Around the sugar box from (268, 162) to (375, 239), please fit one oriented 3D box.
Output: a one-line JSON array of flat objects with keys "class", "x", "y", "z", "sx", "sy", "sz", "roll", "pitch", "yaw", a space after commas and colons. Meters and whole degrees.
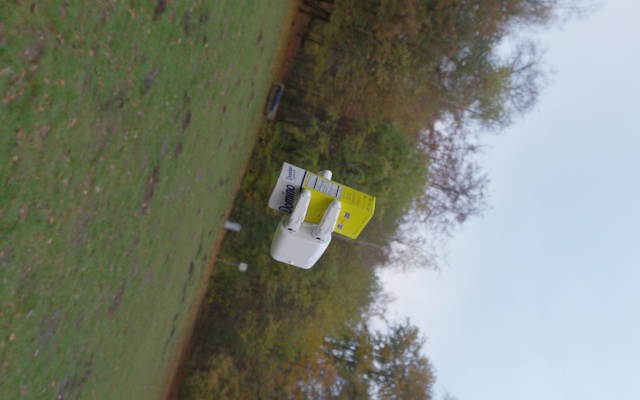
[{"class": "sugar box", "x": 0.000, "y": 0.003, "z": 0.854, "sx": 0.176, "sy": 0.048, "sz": 0.093, "roll": 18, "pitch": -39, "yaw": -7}]
